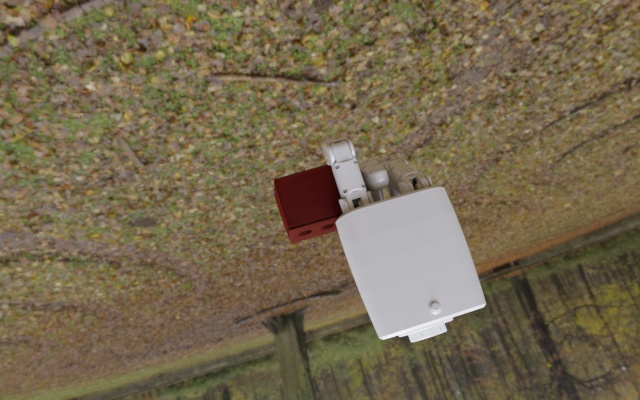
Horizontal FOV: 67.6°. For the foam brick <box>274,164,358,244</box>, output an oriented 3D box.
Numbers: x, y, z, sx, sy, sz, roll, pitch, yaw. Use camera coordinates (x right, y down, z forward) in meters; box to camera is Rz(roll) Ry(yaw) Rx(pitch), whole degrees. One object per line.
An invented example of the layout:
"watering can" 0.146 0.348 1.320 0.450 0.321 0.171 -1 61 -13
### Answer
"foam brick" 0.000 0.001 0.446 0.078 0.051 0.053 -16 -16 -7
